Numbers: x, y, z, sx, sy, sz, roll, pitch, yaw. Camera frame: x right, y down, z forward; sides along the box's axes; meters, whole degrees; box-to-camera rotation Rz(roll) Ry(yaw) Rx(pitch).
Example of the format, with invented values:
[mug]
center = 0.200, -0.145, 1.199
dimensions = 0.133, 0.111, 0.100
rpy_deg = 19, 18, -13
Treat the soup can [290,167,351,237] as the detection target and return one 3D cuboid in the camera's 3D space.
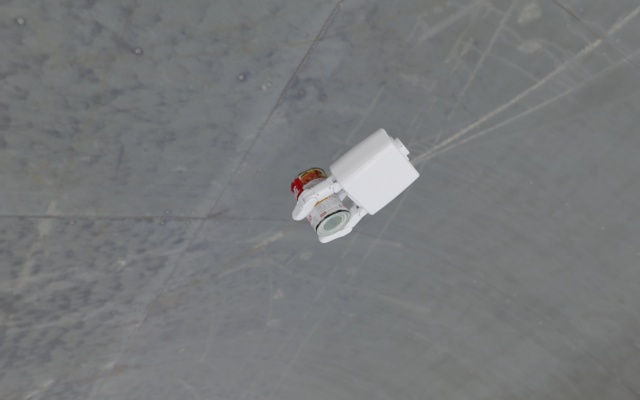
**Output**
[soup can]
center = 0.000, 0.003, 0.815
dimensions = 0.068, 0.102, 0.069
rpy_deg = -23, -32, -15
